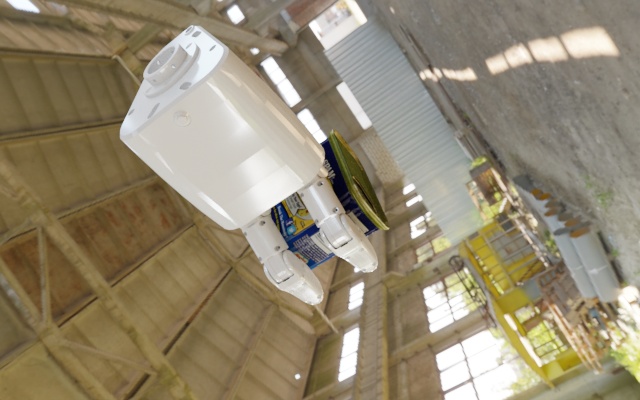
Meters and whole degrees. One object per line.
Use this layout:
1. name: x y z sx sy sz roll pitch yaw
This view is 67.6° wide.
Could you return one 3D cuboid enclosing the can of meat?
1. can of meat: 0.000 0.001 0.411 0.084 0.102 0.057 -32 -46 14
